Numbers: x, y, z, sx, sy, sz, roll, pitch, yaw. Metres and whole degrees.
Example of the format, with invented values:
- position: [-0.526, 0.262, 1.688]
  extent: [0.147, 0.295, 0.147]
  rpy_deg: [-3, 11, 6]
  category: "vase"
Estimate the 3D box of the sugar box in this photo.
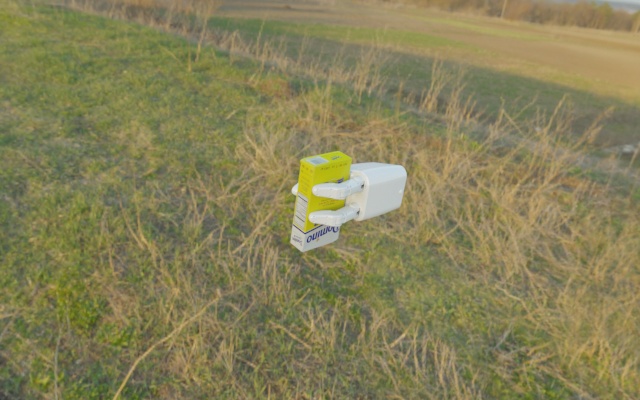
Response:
- position: [0.001, 0.003, 0.879]
  extent: [0.093, 0.176, 0.048]
  rpy_deg: [-16, 33, -37]
  category: "sugar box"
